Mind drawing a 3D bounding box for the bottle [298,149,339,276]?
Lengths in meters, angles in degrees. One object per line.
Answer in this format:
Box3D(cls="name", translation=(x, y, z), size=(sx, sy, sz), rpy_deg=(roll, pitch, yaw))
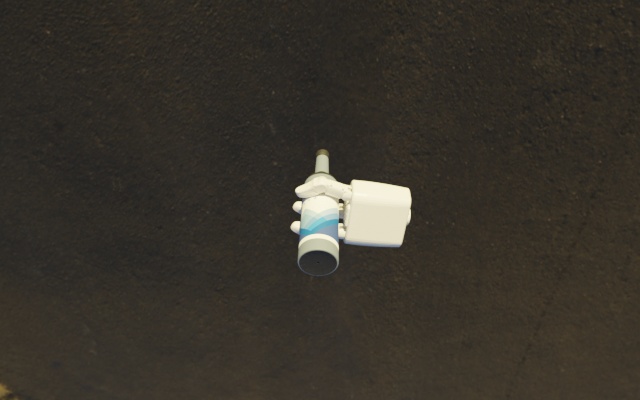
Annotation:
Box3D(cls="bottle", translation=(0.000, 0.003, 0.878), size=(0.069, 0.069, 0.295), rpy_deg=(0, 42, 2))
